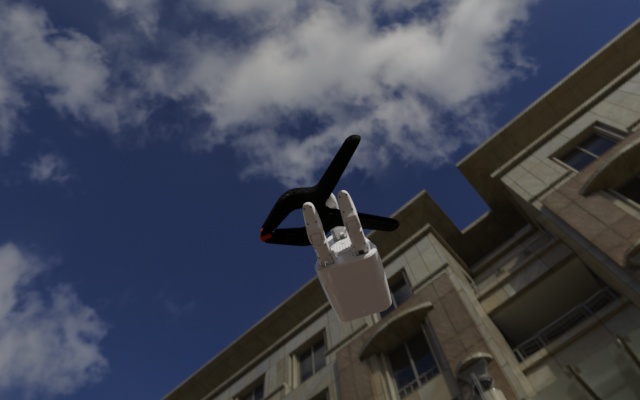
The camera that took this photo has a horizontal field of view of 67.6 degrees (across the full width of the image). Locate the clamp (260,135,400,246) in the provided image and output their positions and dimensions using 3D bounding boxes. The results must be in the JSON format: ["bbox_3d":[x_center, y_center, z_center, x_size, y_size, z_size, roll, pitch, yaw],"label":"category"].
[{"bbox_3d":[0.000,0.002,0.724,0.210,0.165,0.036,-18,20,4],"label":"clamp"}]
